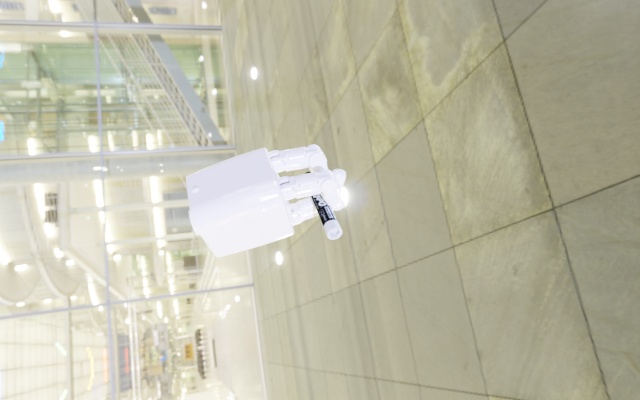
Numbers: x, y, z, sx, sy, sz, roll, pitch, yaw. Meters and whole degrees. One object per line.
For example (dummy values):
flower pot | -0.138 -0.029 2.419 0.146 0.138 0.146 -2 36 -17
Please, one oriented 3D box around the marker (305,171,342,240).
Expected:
marker | 0.000 0.002 0.603 0.020 0.020 0.121 0 39 -21
